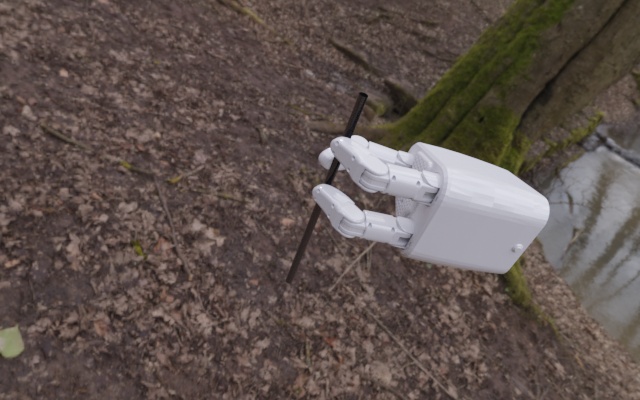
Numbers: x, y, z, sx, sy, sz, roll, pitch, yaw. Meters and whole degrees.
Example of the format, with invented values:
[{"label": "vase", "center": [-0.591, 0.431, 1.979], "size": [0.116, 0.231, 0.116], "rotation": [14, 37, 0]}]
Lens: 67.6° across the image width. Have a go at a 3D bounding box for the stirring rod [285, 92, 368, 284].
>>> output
[{"label": "stirring rod", "center": [0.000, 0.002, 0.469], "size": [0.011, 0.240, 0.011], "rotation": [14, 38, -11]}]
